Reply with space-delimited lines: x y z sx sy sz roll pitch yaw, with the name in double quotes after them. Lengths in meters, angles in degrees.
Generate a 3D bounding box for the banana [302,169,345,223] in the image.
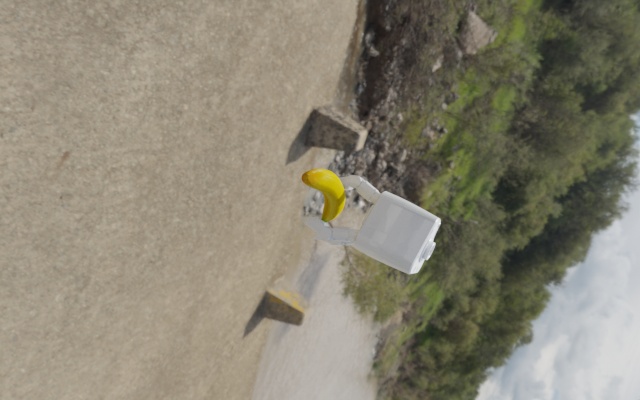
0.011 -0.010 0.816 0.037 0.069 0.198 30 -20 22 "banana"
